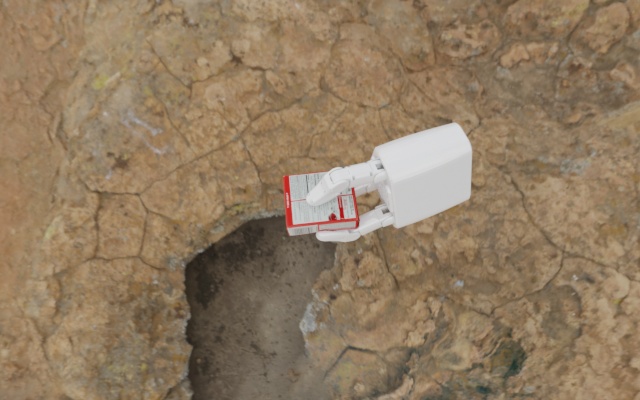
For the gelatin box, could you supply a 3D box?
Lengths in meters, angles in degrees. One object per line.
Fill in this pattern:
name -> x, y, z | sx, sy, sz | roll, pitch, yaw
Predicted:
gelatin box -> 0.000, 0.002, 0.595 | 0.089, 0.073, 0.030 | -6, -27, -1
